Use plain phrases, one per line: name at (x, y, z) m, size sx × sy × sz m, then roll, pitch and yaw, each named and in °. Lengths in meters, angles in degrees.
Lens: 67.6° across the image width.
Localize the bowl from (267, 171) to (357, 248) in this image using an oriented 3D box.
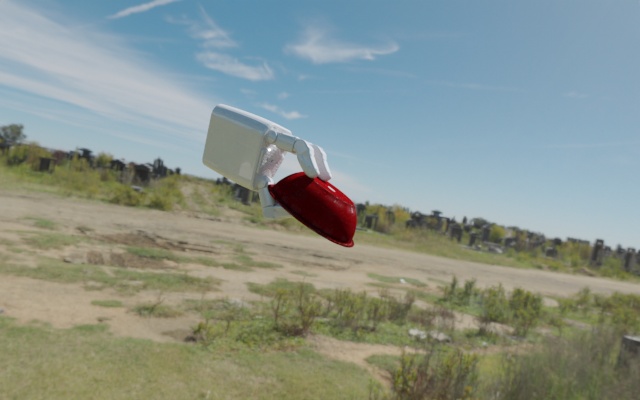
bowl at (0.001, 0.003, 0.732) m, size 0.162 × 0.055 × 0.162 m, roll 35°, pitch 9°, yaw -7°
